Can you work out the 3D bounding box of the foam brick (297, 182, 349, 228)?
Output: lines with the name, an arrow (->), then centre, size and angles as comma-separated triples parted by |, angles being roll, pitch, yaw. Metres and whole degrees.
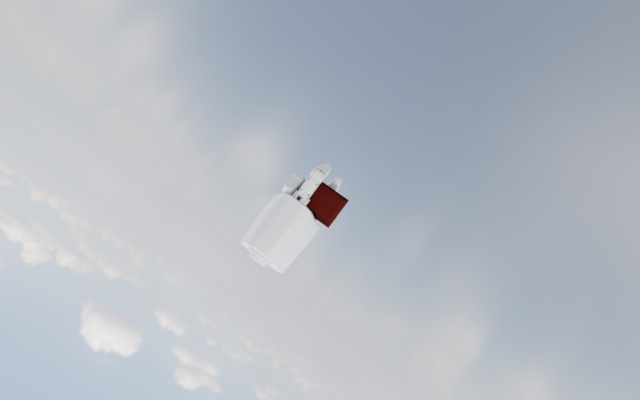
foam brick -> 0.000, 0.003, 0.826 | 0.078, 0.051, 0.053 | 35, -14, 5
